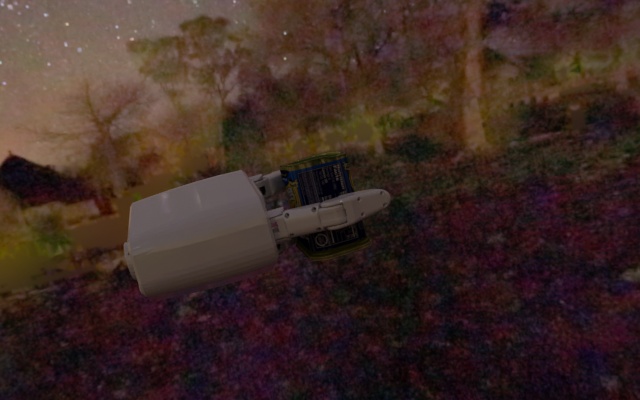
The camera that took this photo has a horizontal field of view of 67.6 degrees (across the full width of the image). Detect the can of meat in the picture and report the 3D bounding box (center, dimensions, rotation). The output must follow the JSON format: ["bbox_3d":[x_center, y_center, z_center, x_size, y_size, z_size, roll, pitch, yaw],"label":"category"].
[{"bbox_3d":[0.000,0.001,0.440,0.057,0.084,0.102,-16,7,-11],"label":"can of meat"}]
